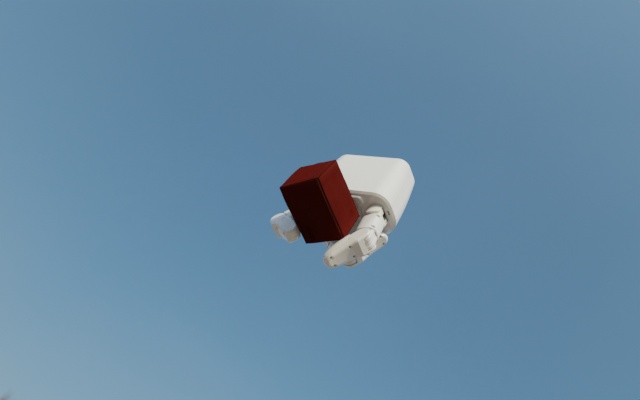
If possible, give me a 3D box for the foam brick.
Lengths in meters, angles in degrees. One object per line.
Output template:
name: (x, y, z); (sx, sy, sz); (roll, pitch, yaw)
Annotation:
foam brick: (0.000, 0.002, 0.535); (0.053, 0.078, 0.051); (-9, 26, 32)
